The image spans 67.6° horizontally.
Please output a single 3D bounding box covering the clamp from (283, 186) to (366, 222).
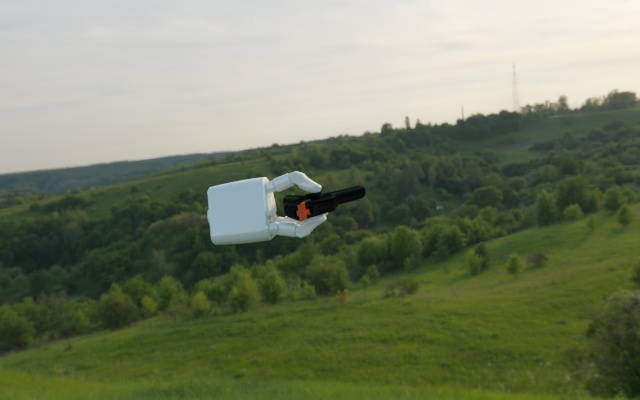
[{"bbox_3d":[0.000,0.002,0.851,0.164,0.036,0.210,-9,6,5],"label":"clamp"}]
